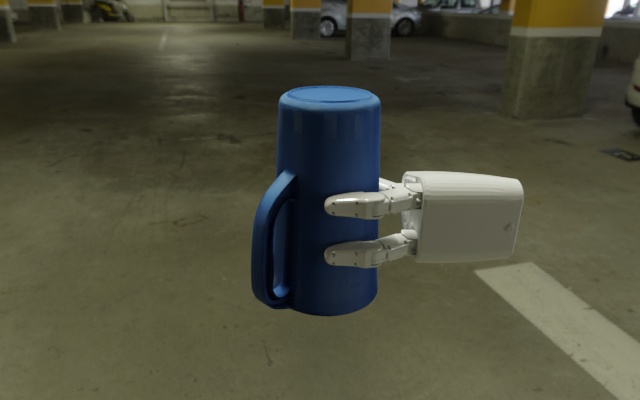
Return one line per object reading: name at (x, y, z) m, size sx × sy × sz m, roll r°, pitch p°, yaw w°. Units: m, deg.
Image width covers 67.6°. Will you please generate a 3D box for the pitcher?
pitcher at (0.000, 0.002, 0.540) m, size 0.145 × 0.243 × 0.149 m, roll 1°, pitch 23°, yaw 0°
